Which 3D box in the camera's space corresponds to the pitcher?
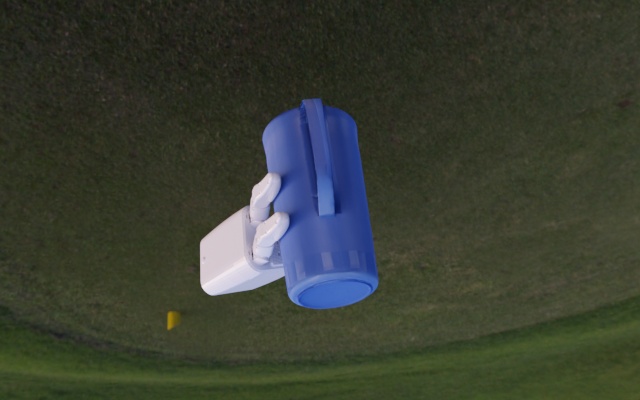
[{"bbox_3d":[0.000,0.002,0.606,0.145,0.242,0.149,-30,-36,32],"label":"pitcher"}]
